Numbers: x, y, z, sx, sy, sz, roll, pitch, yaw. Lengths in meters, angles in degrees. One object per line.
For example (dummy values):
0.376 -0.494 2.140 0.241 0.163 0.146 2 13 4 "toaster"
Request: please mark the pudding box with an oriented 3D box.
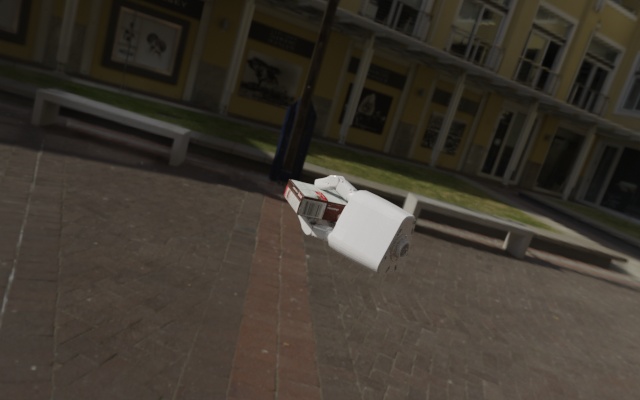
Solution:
0.000 0.003 0.861 0.113 0.039 0.090 14 16 -26 "pudding box"
